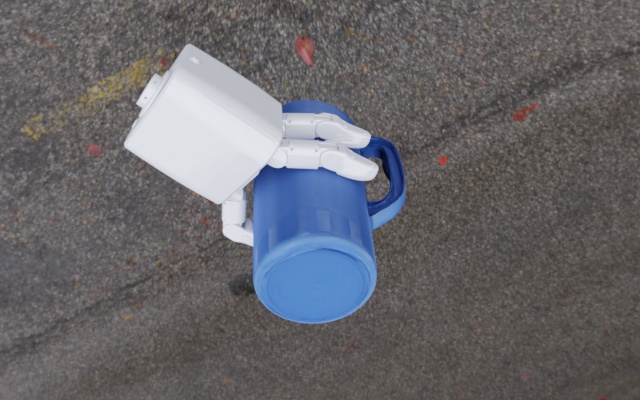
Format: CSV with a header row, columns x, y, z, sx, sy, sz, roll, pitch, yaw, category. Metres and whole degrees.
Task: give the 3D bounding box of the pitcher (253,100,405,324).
x,y,z,sx,sy,sz,roll,pitch,yaw,category
0.000,0.002,0.502,0.145,0.149,0.242,33,28,-25,pitcher
